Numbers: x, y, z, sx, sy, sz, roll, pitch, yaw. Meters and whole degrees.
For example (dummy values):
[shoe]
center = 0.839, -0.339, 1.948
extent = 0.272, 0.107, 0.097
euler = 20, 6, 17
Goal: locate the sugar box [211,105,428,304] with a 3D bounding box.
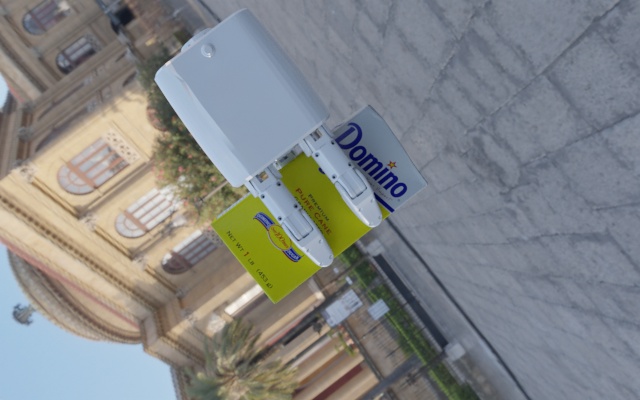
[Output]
[sugar box]
center = 0.000, 0.001, 0.434
extent = 0.176, 0.093, 0.048
euler = -38, 9, -1
